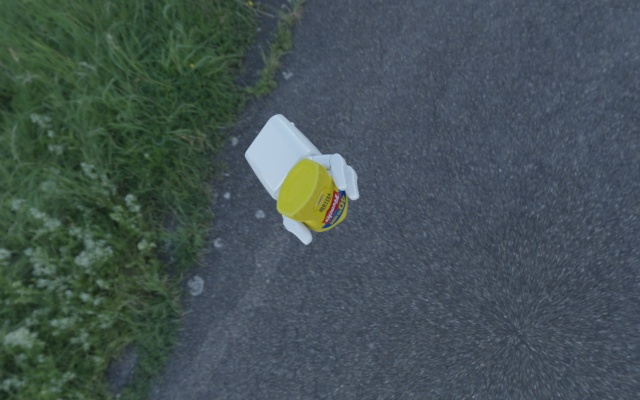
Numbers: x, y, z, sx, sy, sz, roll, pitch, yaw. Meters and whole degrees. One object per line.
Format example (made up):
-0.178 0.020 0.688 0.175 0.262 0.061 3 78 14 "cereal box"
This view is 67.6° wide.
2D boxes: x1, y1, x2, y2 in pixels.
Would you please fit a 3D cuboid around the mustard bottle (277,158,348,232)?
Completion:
0.000 0.003 0.807 0.058 0.096 0.192 24 -4 26 "mustard bottle"
